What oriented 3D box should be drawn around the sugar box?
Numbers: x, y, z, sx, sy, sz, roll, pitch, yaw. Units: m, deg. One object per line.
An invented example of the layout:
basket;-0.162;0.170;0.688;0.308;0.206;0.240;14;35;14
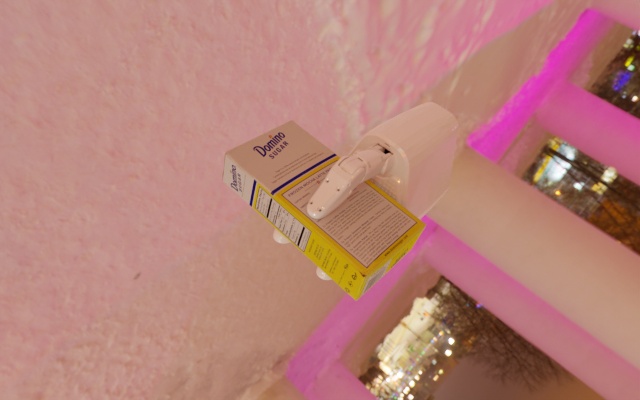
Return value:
sugar box;0.000;0.002;0.451;0.176;0.048;0.093;39;49;22
